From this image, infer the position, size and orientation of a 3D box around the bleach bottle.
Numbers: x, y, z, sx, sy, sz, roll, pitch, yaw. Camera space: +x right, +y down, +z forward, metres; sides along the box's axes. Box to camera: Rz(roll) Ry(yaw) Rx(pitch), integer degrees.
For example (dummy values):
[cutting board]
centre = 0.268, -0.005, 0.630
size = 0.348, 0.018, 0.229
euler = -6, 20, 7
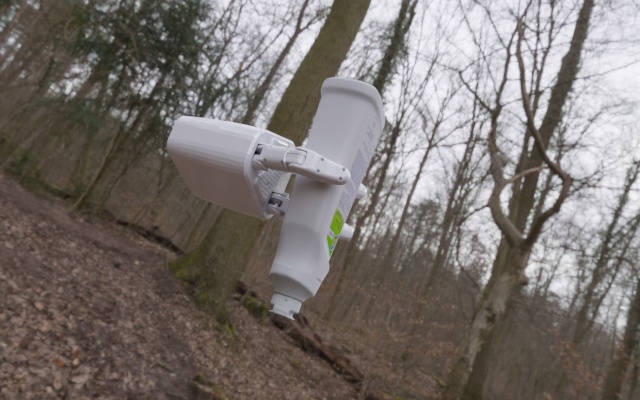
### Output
[bleach bottle]
centre = 0.000, 0.002, 0.513
size = 0.068, 0.250, 0.103
euler = 15, -16, 20
